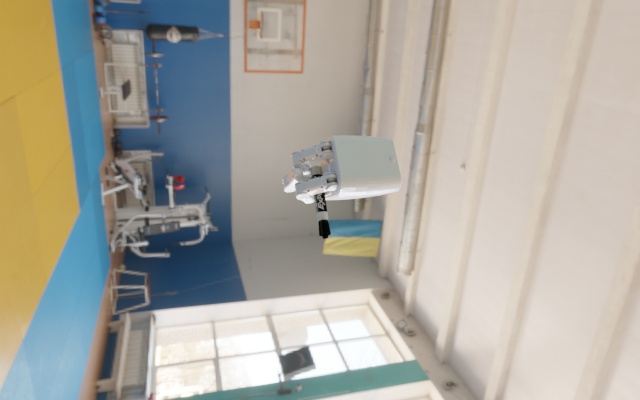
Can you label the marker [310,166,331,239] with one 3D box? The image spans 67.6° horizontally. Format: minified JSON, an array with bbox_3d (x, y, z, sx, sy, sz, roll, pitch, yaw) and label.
[{"bbox_3d":[0.000,0.003,0.766,0.020,0.121,0.020,-7,-19,-3],"label":"marker"}]
